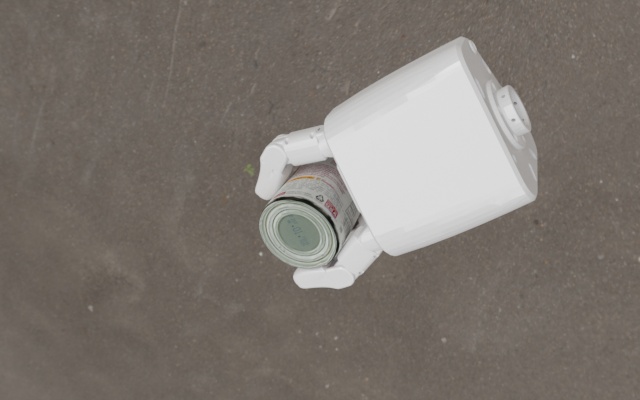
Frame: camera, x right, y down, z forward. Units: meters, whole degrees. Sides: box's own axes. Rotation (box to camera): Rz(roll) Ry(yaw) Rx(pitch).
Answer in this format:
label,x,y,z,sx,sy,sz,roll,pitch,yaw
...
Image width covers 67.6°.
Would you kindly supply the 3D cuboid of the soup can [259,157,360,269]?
label,x,y,z,sx,sy,sz,roll,pitch,yaw
soup can,0.000,0.002,0.404,0.068,0.068,0.102,0,31,24
